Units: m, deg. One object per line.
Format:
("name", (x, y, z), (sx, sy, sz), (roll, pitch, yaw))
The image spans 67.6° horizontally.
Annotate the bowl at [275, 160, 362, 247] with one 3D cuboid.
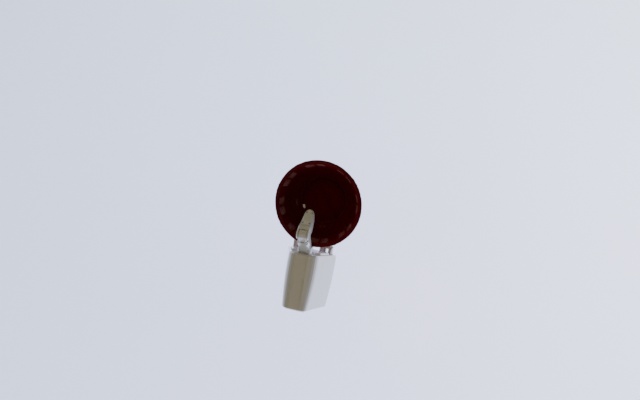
("bowl", (0.001, 0.002, 0.889), (0.162, 0.162, 0.055), (0, 10, 13))
